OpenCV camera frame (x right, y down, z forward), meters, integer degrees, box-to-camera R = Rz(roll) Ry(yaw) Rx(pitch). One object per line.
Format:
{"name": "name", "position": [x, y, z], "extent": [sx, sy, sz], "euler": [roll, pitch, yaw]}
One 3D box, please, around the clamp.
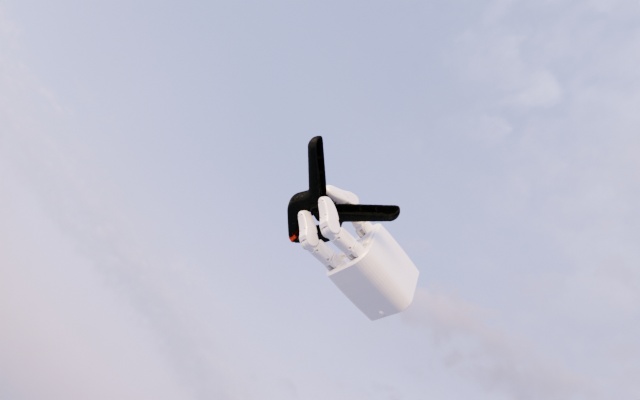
{"name": "clamp", "position": [0.000, 0.002, 0.735], "extent": [0.210, 0.164, 0.036], "euler": [-35, 11, 46]}
